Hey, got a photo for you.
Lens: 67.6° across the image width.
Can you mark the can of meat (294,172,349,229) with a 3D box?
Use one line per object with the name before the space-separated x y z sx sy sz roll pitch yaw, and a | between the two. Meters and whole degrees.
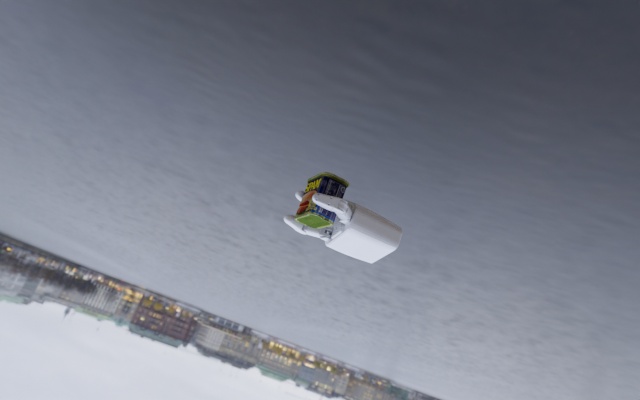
can of meat | 0.000 0.003 0.883 0.057 0.084 0.102 26 -18 -19
